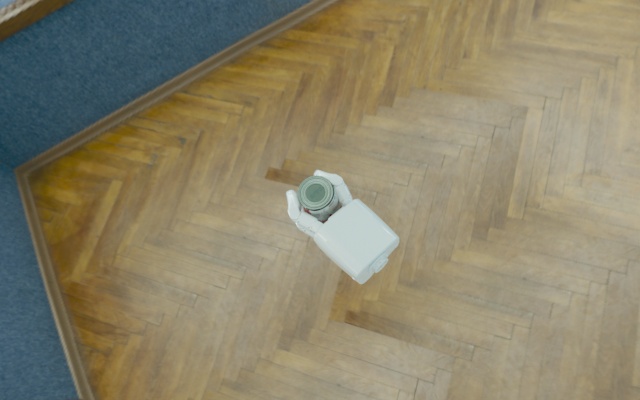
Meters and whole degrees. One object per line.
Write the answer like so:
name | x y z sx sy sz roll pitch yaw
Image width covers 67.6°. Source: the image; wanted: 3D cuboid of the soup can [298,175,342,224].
soup can | 0.000 0.002 0.884 0.068 0.068 0.102 0 -19 11
